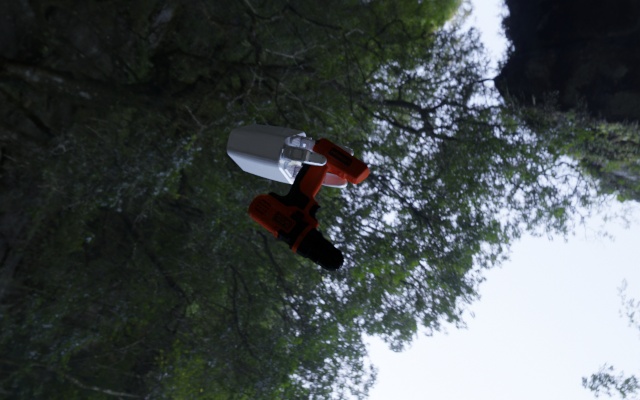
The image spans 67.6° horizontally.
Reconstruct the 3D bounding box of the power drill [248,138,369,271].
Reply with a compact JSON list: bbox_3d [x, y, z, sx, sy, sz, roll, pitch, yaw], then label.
[{"bbox_3d":[0.000,0.002,0.801,0.184,0.187,0.057,35,-15,9],"label":"power drill"}]
